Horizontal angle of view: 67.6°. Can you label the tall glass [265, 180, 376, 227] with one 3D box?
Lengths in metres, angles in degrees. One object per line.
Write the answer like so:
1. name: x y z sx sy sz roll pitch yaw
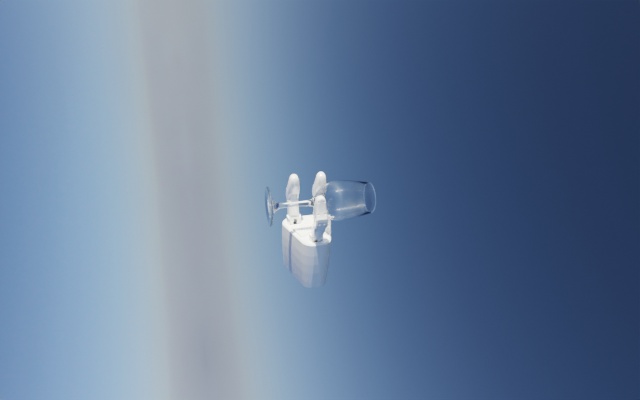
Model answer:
1. tall glass: 0.000 0.003 0.899 0.201 0.079 0.079 -5 1 -15
